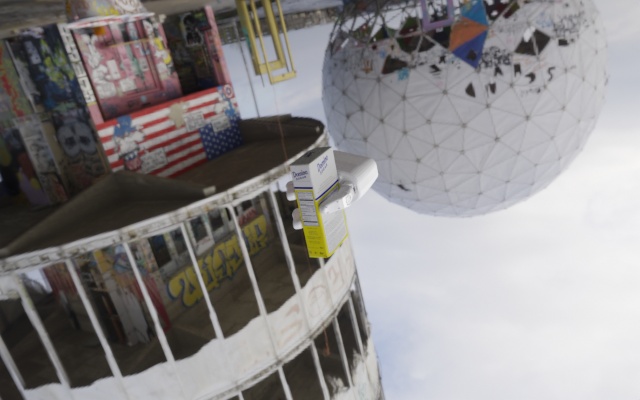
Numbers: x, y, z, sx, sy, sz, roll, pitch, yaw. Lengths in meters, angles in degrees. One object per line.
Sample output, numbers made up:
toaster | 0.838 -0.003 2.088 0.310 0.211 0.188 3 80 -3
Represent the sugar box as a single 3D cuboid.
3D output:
sugar box | 0.000 0.003 0.839 0.048 0.176 0.093 -2 22 29
